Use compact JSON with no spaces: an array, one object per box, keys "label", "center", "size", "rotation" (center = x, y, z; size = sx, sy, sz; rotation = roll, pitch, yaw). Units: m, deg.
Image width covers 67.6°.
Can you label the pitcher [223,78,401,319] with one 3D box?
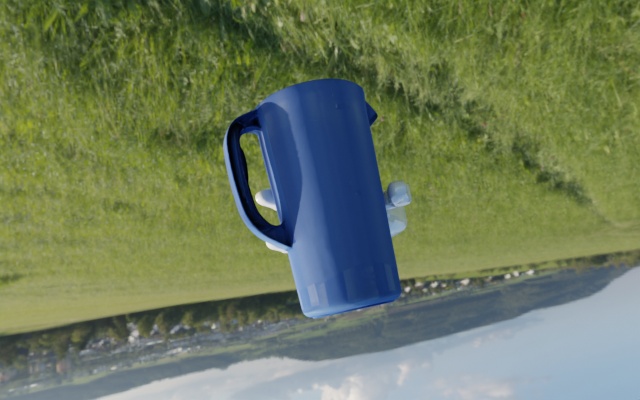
[{"label":"pitcher","center":[0.000,0.002,0.528],"size":[0.149,0.242,0.145],"rotation":[-17,-14,21]}]
